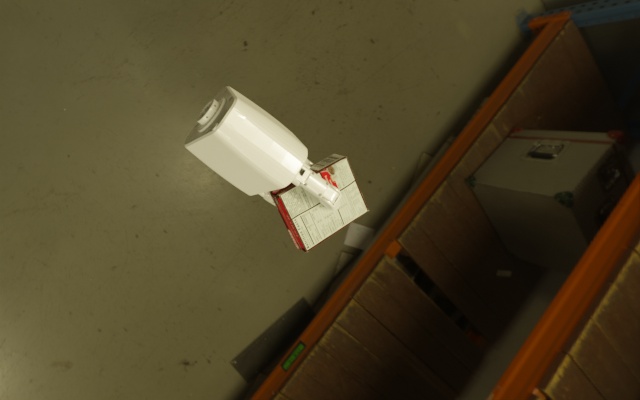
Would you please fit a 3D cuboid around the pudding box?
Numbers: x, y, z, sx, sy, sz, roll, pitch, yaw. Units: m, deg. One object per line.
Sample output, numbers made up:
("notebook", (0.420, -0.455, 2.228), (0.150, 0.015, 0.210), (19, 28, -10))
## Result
("pudding box", (0.000, 0.002, 0.641), (0.113, 0.090, 0.039), (-31, 21, -19))
